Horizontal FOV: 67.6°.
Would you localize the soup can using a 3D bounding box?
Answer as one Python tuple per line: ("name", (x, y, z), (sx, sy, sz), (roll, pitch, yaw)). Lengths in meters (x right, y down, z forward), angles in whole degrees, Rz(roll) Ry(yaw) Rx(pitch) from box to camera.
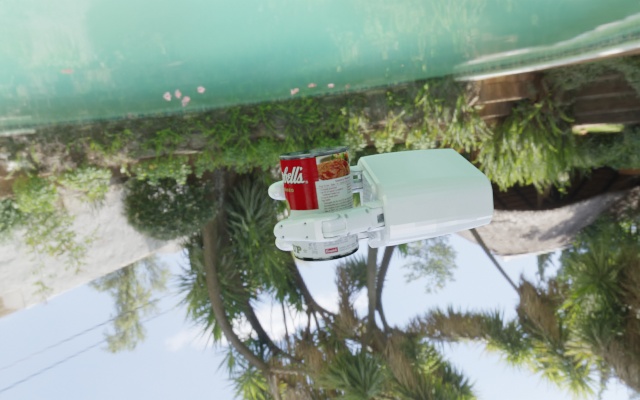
("soup can", (0.000, 0.002, 0.468), (0.068, 0.102, 0.068), (-7, 10, 1))
